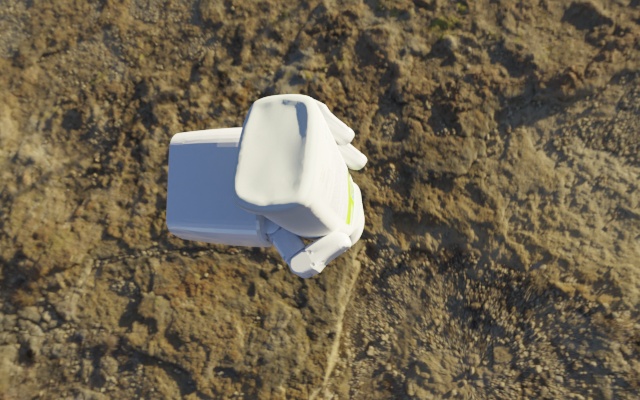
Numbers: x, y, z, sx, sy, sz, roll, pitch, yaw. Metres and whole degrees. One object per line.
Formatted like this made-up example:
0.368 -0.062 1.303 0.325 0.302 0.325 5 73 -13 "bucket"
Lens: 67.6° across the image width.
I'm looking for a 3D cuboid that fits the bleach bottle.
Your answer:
0.000 0.001 0.473 0.068 0.102 0.251 1 -20 17 "bleach bottle"
